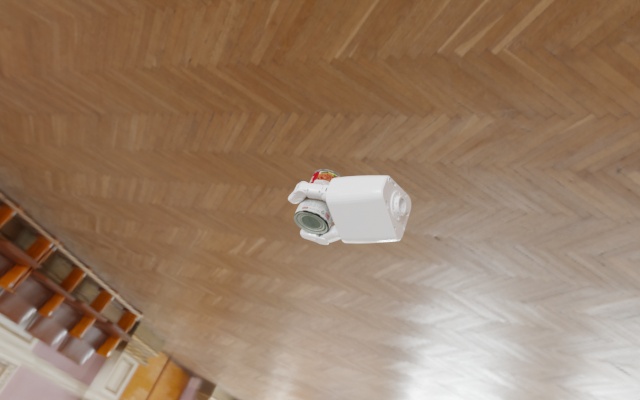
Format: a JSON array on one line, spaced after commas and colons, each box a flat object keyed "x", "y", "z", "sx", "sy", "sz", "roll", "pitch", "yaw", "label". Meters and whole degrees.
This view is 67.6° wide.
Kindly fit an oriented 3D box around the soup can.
[{"x": 0.000, "y": 0.003, "z": 0.873, "sx": 0.068, "sy": 0.102, "sz": 0.069, "roll": 16, "pitch": -34, "yaw": 11, "label": "soup can"}]
